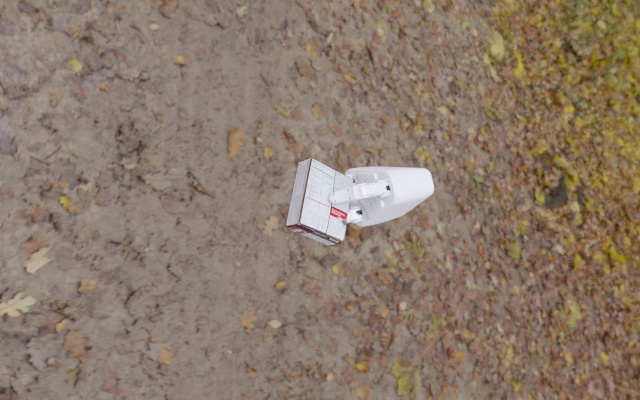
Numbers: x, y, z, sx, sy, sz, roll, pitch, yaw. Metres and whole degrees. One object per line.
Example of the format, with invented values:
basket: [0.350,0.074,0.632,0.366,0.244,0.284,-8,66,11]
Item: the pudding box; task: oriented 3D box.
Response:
pudding box: [0.000,0.002,0.729,0.090,0.113,0.039,25,-27,-32]
